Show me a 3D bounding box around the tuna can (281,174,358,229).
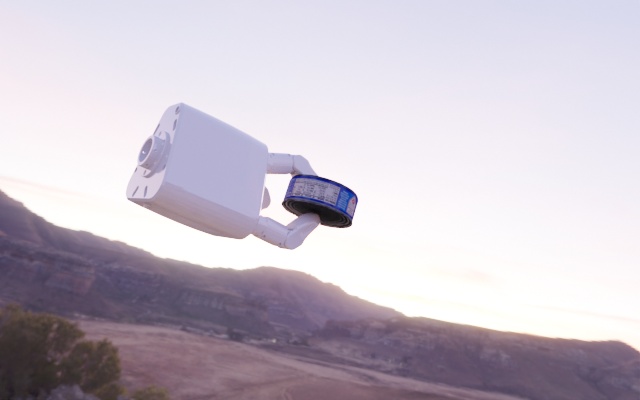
[{"bbox_3d":[0.000,0.001,0.556,0.086,0.033,0.086,16,-17,5],"label":"tuna can"}]
